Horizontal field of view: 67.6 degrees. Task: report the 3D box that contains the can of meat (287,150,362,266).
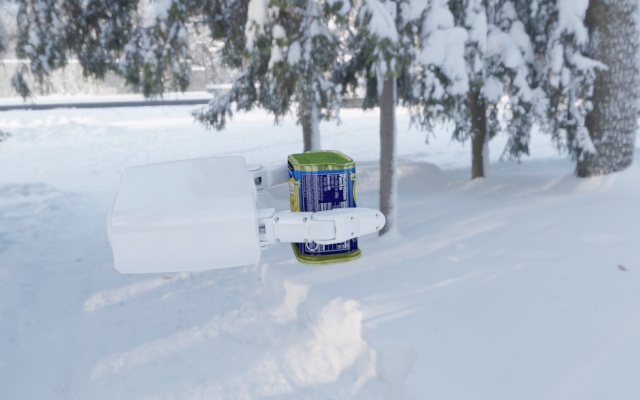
[{"bbox_3d":[0.000,0.001,0.432,0.057,0.084,0.102,-5,13,-9],"label":"can of meat"}]
